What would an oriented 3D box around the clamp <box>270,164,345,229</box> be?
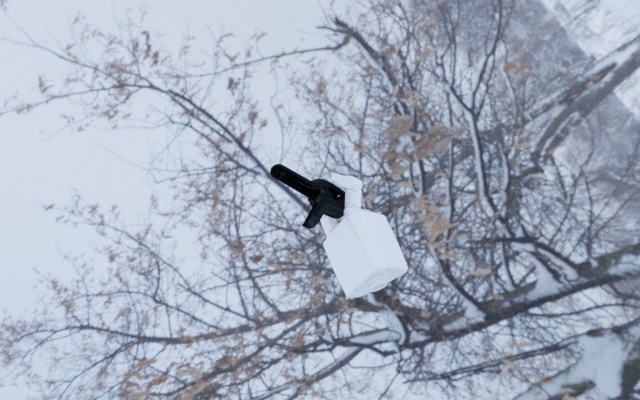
[{"bbox_3d":[0.000,0.003,0.778,0.039,0.120,0.171,-40,-32,29],"label":"clamp"}]
